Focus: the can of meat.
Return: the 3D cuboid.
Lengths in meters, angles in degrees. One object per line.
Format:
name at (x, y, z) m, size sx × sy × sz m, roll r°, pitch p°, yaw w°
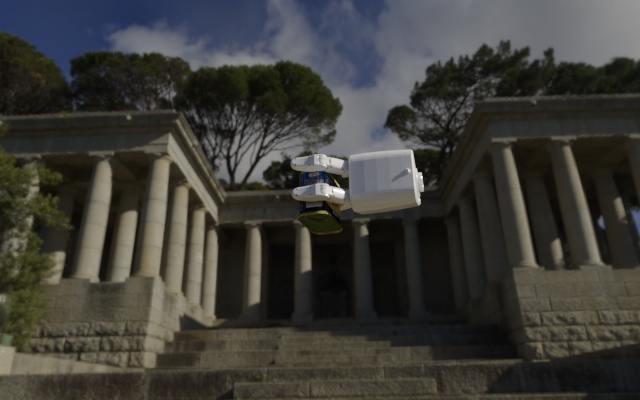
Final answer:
can of meat at (0.000, 0.002, 0.819) m, size 0.057 × 0.084 × 0.102 m, roll -8°, pitch -24°, yaw 17°
